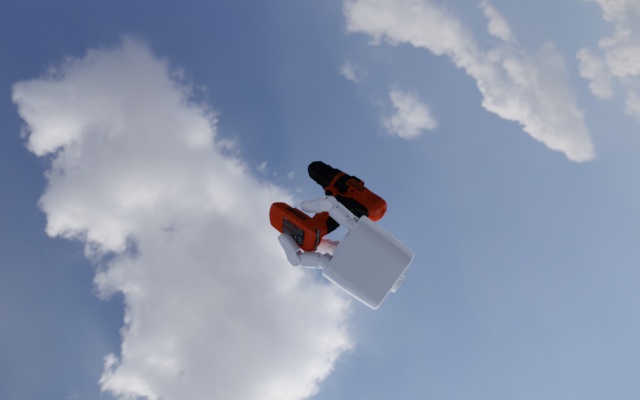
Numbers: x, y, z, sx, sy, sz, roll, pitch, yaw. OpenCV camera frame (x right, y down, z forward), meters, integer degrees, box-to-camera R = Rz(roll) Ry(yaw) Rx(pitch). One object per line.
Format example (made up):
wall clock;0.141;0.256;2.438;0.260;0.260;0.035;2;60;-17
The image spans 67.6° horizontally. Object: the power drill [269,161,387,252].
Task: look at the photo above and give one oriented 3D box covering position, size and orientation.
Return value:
power drill;0.000;0.003;0.861;0.184;0.057;0.187;33;46;30
